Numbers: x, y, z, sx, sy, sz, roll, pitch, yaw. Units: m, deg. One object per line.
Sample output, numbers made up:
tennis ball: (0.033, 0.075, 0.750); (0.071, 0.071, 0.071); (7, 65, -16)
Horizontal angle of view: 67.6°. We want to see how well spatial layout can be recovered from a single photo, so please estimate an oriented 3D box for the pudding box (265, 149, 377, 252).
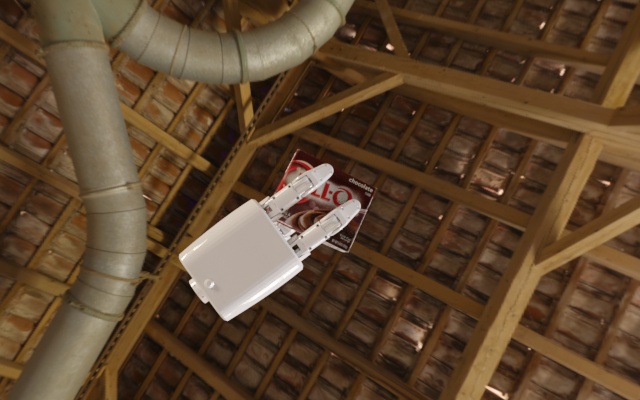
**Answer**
pudding box: (0.000, 0.002, 0.595); (0.113, 0.090, 0.039); (27, -12, -6)
